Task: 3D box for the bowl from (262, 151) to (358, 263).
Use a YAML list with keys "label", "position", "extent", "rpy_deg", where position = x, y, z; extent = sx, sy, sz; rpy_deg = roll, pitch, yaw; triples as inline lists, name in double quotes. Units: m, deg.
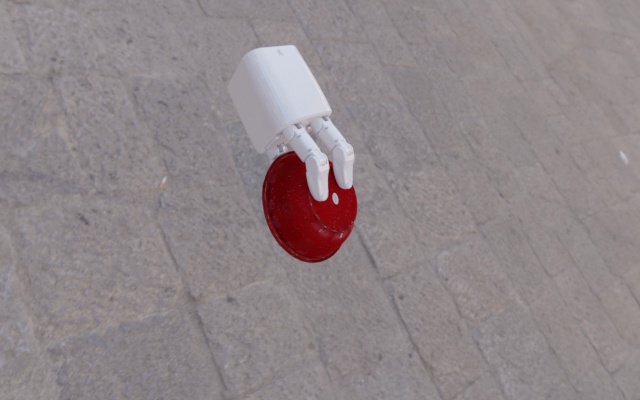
- label: "bowl"
  position: [0.001, 0.003, 0.653]
  extent: [0.162, 0.162, 0.055]
  rpy_deg: [0, -12, -45]
